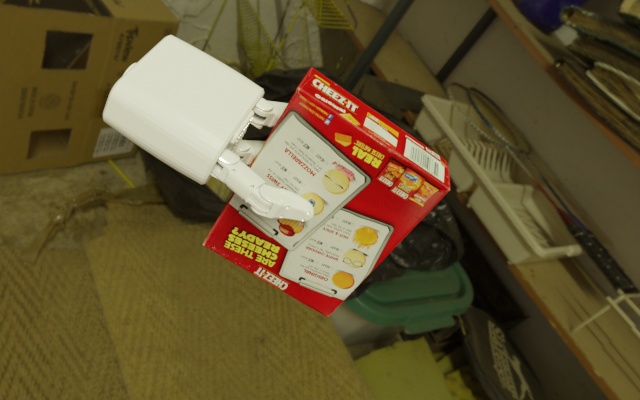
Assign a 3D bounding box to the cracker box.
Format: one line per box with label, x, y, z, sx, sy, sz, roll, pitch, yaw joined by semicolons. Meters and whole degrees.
cracker box;0.000;0.002;0.492;0.164;0.214;0.072;32;33;-8
